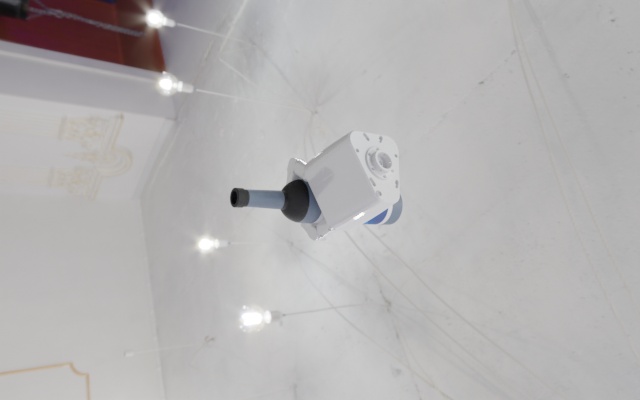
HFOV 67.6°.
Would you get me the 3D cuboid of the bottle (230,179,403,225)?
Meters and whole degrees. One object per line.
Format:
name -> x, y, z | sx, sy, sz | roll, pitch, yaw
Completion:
bottle -> 0.000, 0.002, 0.741 | 0.296, 0.069, 0.069 | 3, -2, -36
